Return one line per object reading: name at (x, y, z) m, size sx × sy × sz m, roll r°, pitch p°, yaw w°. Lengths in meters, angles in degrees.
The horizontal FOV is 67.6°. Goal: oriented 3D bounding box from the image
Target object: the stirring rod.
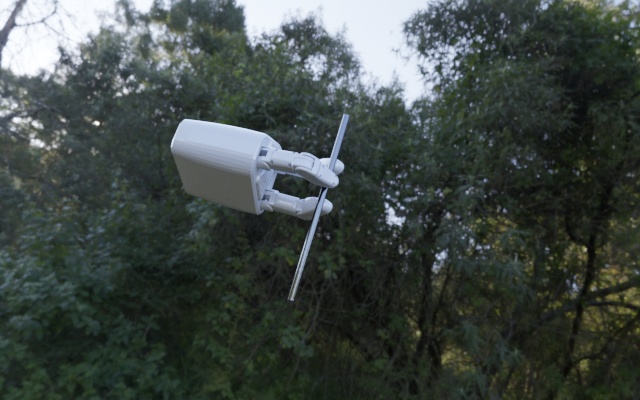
stirring rod at (0.000, 0.002, 0.568) m, size 0.011 × 0.239 × 0.011 m, roll 15°, pitch -18°, yaw 5°
